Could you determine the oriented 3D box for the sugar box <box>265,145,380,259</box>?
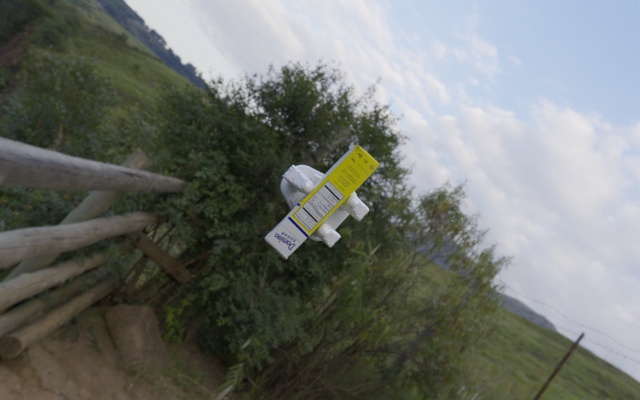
[{"bbox_3d":[0.001,0.002,0.661,0.048,0.176,0.093,43,-2,-2],"label":"sugar box"}]
